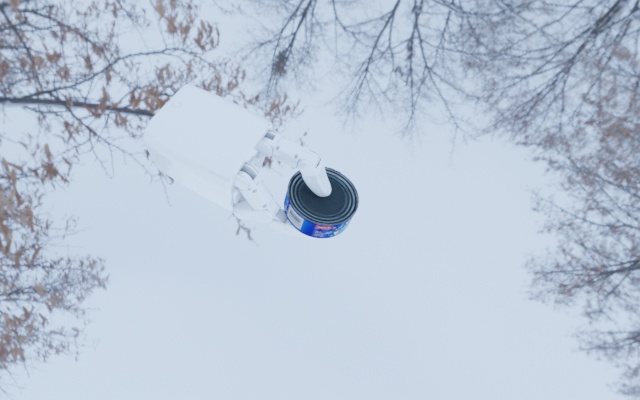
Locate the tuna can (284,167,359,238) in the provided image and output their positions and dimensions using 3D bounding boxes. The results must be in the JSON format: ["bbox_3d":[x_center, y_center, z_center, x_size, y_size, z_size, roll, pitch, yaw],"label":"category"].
[{"bbox_3d":[0.000,0.002,0.568,0.086,0.086,0.034,0,-36,-16],"label":"tuna can"}]
